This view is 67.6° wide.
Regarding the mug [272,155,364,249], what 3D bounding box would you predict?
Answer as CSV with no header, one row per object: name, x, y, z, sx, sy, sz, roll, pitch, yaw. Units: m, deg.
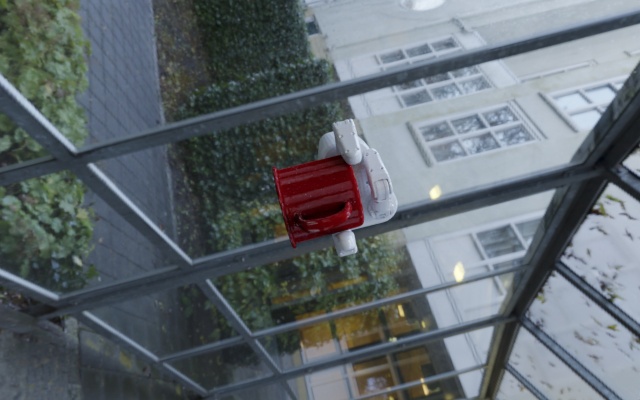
mug,0.000,0.002,0.507,0.081,0.093,0.117,-14,19,-1
